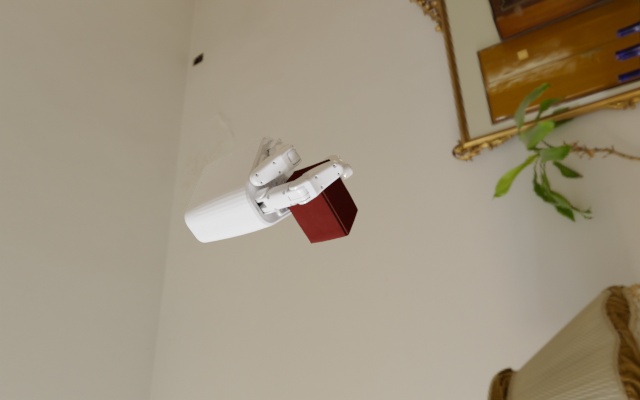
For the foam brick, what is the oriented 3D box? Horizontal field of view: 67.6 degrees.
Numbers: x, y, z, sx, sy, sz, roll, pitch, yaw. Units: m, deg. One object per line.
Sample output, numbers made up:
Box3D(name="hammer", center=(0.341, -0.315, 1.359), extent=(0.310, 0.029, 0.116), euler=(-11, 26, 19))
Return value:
Box3D(name="foam brick", center=(0.000, 0.002, 0.555), extent=(0.051, 0.078, 0.053), euler=(-18, 24, 30))
